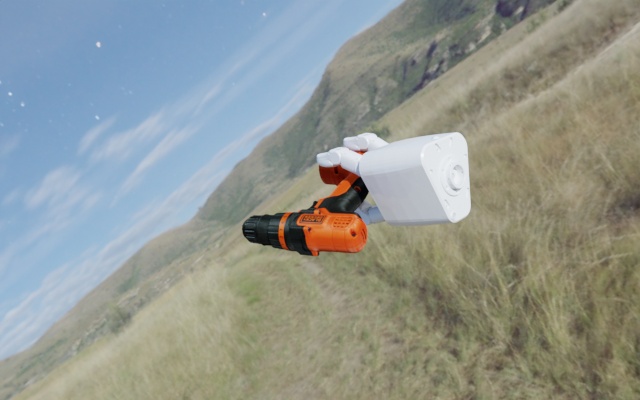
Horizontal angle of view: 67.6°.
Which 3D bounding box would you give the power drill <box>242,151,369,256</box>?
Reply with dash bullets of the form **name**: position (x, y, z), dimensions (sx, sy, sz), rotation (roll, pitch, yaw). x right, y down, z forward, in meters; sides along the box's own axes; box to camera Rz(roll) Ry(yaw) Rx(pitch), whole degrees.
- **power drill**: position (0.001, 0.002, 0.682), dimensions (0.184, 0.057, 0.187), rotation (3, 40, 27)
